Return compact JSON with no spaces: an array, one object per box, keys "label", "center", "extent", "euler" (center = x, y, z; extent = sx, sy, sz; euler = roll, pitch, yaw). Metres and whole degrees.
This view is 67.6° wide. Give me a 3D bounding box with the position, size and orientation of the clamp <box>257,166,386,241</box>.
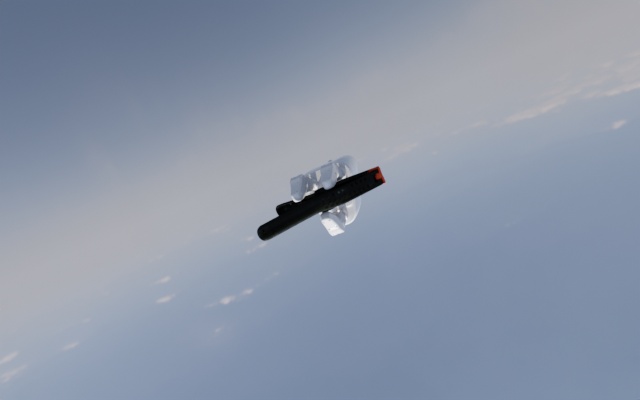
[{"label":"clamp","center":[0.001,0.003,0.758],"extent":[0.210,0.036,0.164],"euler":[-22,10,16]}]
